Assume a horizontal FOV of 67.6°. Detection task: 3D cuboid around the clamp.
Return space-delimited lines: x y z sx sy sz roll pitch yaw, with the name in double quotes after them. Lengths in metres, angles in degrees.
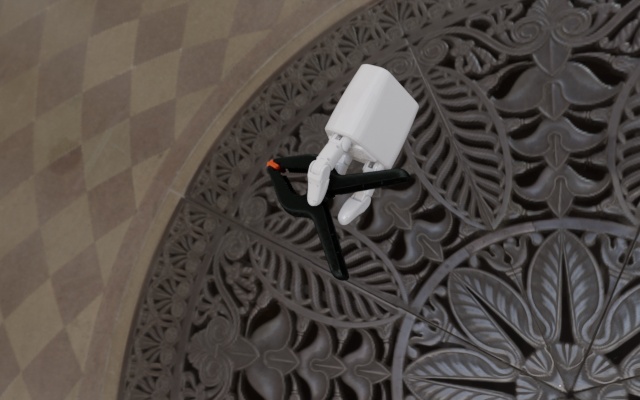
-0.001 0.002 0.658 0.210 0.164 0.036 24 -7 32 "clamp"
